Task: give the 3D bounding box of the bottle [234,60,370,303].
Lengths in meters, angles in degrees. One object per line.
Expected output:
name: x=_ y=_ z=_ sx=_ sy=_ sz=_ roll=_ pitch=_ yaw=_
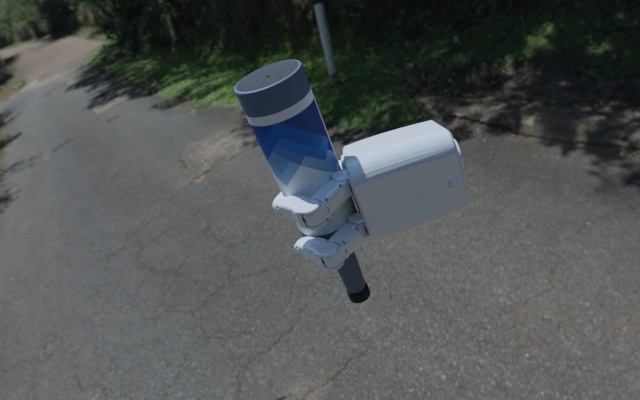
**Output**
bottle: x=0.000 y=0.001 z=0.512 sx=0.069 sy=0.296 sz=0.069 roll=-16 pitch=32 yaw=11
